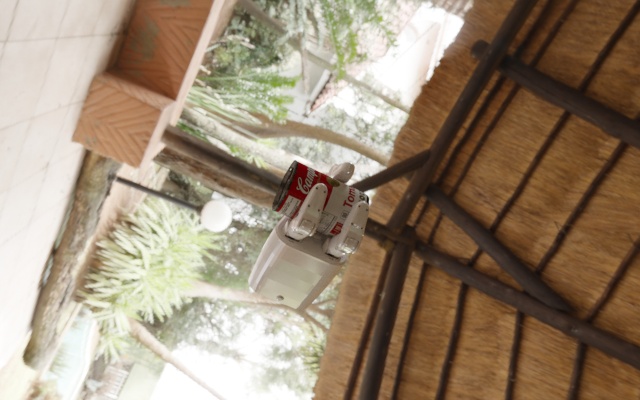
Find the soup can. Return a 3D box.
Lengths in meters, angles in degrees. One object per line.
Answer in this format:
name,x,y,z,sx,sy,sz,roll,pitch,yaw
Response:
soup can,0.001,0.002,0.588,0.102,0.068,0.068,25,-5,-12
